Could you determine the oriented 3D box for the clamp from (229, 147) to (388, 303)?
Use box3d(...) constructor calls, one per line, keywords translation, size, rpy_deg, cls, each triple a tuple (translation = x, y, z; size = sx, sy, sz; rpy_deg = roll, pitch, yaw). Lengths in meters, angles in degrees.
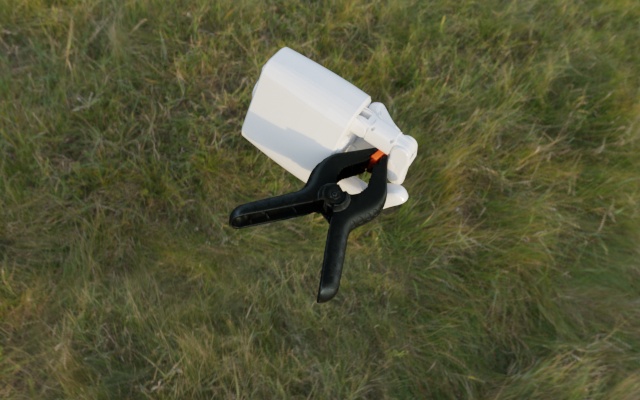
box3d(translation=(0.000, 0.001, 0.457), size=(0.120, 0.171, 0.039), rpy_deg=(34, -32, 6), cls="clamp")
